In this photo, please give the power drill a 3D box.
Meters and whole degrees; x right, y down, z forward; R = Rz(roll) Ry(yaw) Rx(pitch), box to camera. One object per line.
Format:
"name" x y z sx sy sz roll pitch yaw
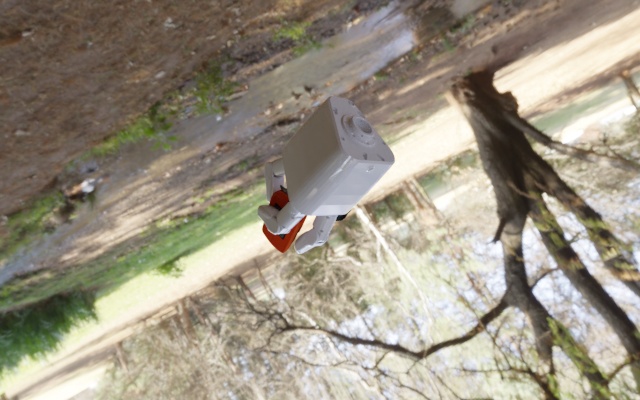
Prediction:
"power drill" 0.000 0.002 0.725 0.187 0.057 0.185 -33 -22 -36
